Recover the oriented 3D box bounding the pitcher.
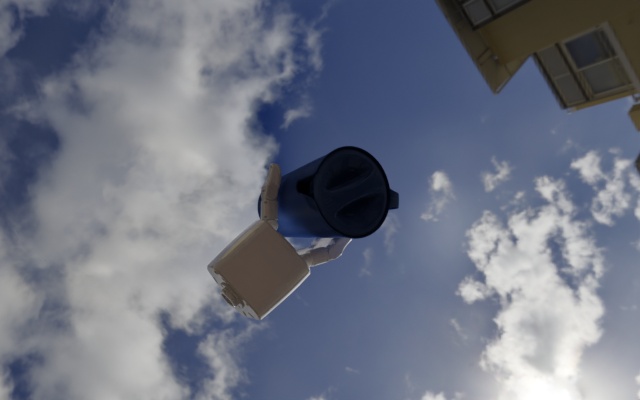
[{"bbox_3d":[0.000,0.003,0.782,0.145,0.149,0.243,-46,16,-26],"label":"pitcher"}]
